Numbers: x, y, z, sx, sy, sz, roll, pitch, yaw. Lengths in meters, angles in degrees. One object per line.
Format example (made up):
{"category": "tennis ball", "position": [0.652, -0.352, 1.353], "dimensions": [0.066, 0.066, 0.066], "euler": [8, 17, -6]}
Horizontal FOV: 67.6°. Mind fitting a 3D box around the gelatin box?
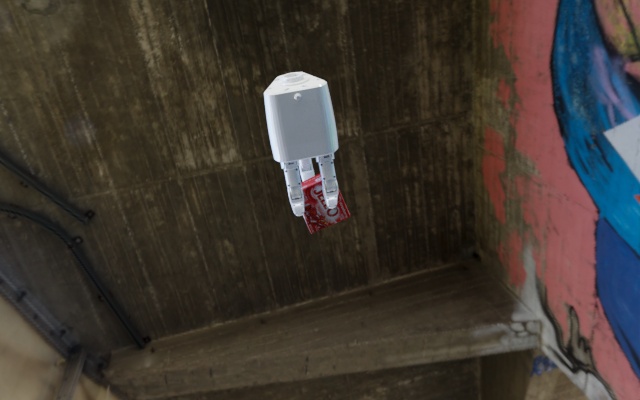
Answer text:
{"category": "gelatin box", "position": [0.000, 0.003, 0.795], "dimensions": [0.073, 0.089, 0.030], "euler": [-24, 32, 0]}
